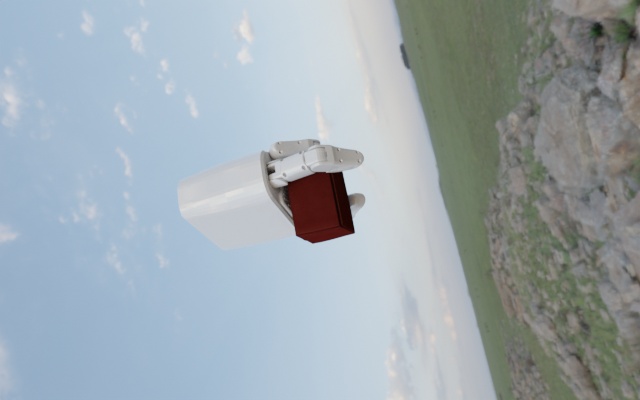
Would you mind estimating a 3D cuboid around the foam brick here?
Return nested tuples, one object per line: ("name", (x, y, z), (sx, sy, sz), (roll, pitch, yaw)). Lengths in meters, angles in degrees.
("foam brick", (0.000, 0.002, 0.512), (0.051, 0.078, 0.053), (-16, -19, 15))
